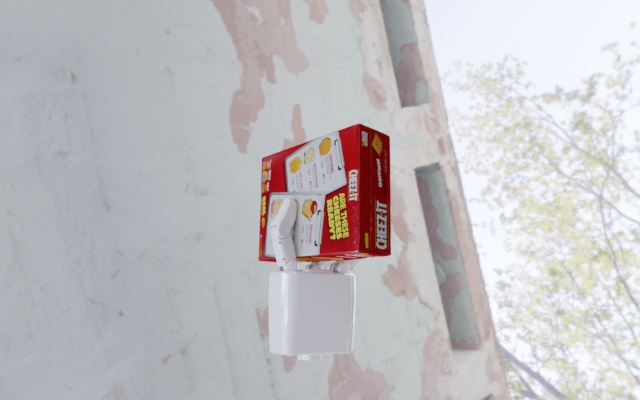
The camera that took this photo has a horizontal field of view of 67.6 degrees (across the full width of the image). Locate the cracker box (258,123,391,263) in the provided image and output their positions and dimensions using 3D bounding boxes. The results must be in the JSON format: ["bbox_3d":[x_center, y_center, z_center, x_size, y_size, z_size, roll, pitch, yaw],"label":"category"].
[{"bbox_3d":[0.000,0.002,0.674,0.072,0.164,0.214,11,-15,-41],"label":"cracker box"}]
